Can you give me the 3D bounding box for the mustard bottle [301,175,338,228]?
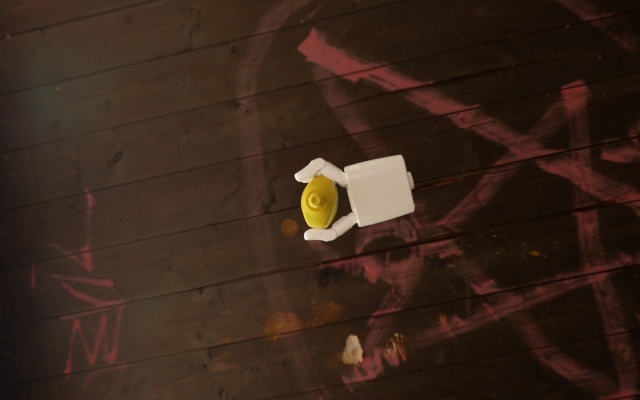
[{"bbox_3d":[0.000,0.003,0.884,0.058,0.096,0.191,10,-1,5],"label":"mustard bottle"}]
